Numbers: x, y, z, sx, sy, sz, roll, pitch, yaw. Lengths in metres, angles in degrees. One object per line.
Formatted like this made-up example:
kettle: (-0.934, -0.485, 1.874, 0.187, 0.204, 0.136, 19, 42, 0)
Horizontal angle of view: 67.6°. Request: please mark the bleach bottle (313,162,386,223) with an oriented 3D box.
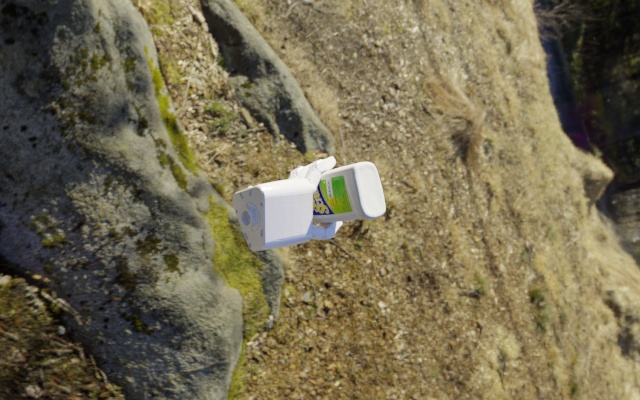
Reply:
bleach bottle: (0.000, 0.003, 0.893, 0.068, 0.102, 0.251, -9, -4, -44)
